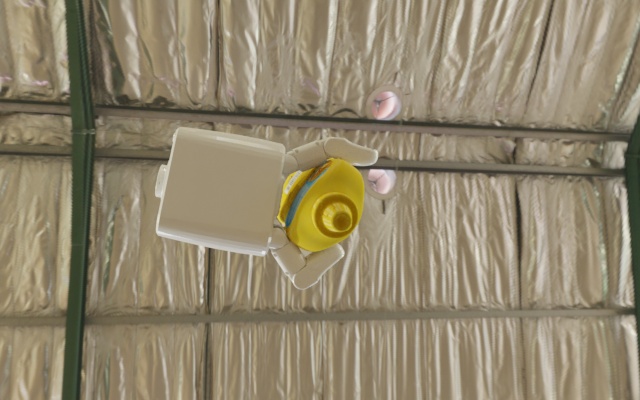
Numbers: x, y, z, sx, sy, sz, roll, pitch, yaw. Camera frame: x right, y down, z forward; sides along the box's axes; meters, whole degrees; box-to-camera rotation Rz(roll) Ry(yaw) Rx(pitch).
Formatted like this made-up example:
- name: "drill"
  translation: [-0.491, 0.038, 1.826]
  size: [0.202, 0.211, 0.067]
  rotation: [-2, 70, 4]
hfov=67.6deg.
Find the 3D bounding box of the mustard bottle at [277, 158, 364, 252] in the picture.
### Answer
- name: "mustard bottle"
  translation: [0.000, 0.002, 0.488]
  size: [0.058, 0.096, 0.191]
  rotation: [36, 2, -14]
